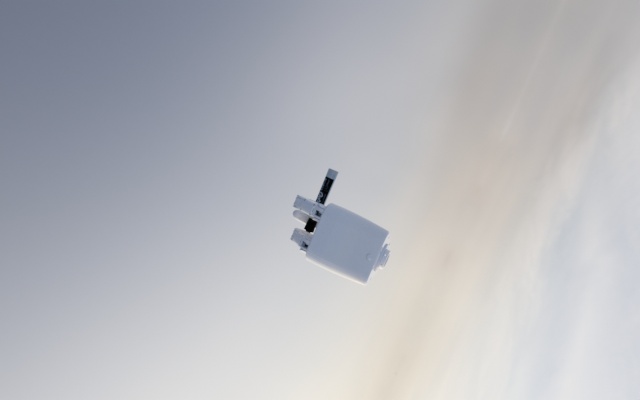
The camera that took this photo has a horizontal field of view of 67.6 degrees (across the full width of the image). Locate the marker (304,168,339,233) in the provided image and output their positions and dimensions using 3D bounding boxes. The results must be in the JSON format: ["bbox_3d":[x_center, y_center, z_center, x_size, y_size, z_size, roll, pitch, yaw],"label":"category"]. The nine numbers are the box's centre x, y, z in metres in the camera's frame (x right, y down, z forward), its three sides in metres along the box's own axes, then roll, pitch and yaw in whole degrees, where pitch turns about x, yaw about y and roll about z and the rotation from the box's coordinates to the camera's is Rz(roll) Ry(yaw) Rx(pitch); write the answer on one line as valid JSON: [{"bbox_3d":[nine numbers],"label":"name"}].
[{"bbox_3d":[0.000,0.003,0.831,0.020,0.121,0.020,23,5,-2],"label":"marker"}]
